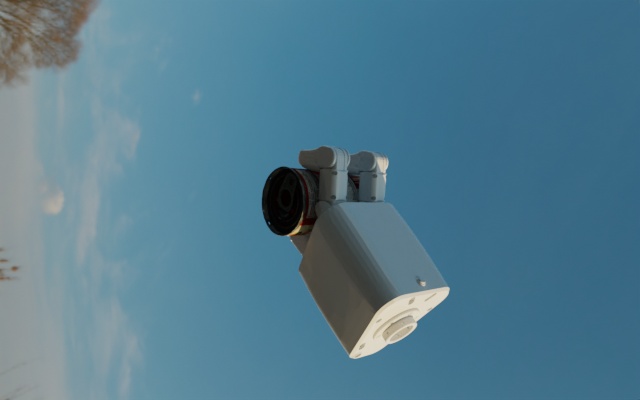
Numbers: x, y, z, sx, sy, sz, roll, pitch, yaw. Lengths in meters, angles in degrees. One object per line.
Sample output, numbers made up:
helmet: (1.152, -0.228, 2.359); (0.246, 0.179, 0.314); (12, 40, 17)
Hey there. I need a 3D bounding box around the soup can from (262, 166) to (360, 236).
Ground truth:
soup can: (0.000, 0.001, 0.496); (0.102, 0.068, 0.068); (1, -1, -41)
